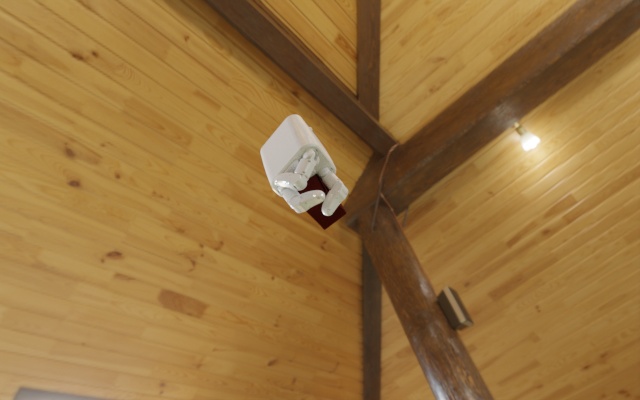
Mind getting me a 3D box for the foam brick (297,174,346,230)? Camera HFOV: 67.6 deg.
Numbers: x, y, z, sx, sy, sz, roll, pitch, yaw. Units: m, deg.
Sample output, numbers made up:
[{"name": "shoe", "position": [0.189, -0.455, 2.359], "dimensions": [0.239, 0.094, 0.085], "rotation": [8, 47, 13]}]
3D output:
[{"name": "foam brick", "position": [0.000, 0.003, 0.840], "dimensions": [0.053, 0.051, 0.078], "rotation": [-36, -45, 7]}]
